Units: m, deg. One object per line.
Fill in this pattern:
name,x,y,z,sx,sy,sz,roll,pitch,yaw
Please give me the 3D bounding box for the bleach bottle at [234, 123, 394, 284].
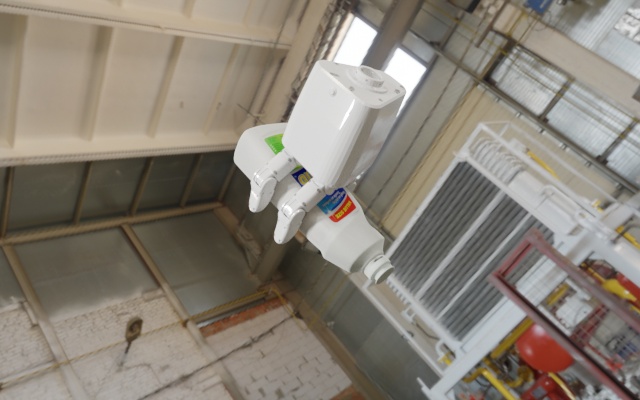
bleach bottle,0.000,0.002,0.595,0.102,0.068,0.250,-15,52,-45
